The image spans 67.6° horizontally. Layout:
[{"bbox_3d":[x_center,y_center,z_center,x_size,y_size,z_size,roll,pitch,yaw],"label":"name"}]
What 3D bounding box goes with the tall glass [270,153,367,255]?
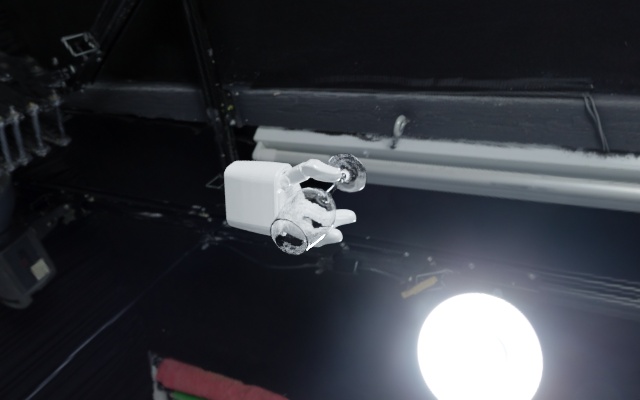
[{"bbox_3d":[0.001,0.002,0.738,0.079,0.079,0.201,0,30,31],"label":"tall glass"}]
